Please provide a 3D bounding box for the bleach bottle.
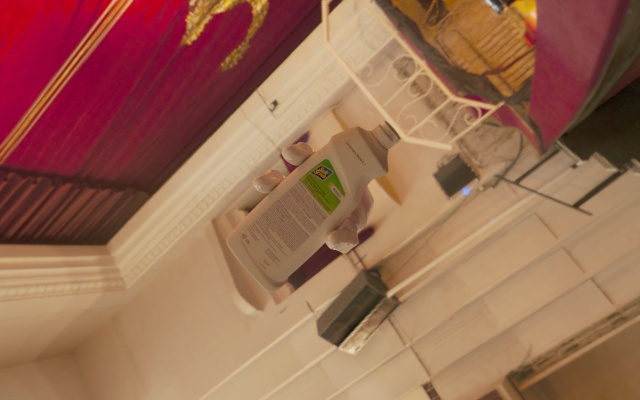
[{"bbox_3d":[0.000,0.002,0.595,0.251,0.102,0.068,-41,1,19],"label":"bleach bottle"}]
